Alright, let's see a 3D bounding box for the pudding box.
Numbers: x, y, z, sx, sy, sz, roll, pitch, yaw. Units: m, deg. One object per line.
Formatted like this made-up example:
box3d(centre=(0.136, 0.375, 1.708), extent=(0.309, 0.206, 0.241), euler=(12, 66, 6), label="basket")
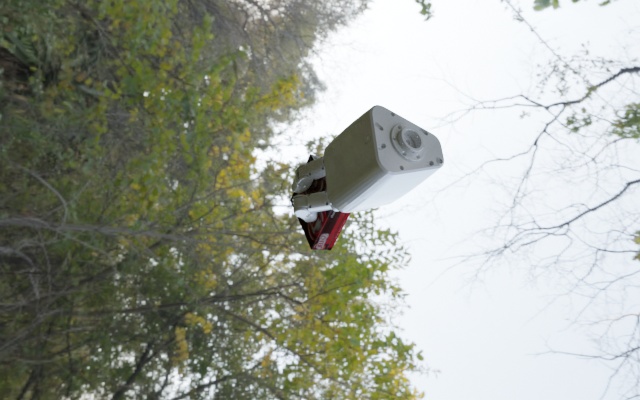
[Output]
box3d(centre=(0.000, 0.002, 0.686), extent=(0.039, 0.090, 0.113), euler=(9, 35, -27), label="pudding box")
